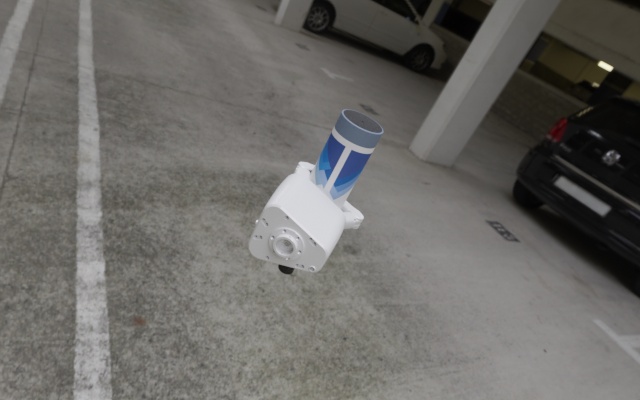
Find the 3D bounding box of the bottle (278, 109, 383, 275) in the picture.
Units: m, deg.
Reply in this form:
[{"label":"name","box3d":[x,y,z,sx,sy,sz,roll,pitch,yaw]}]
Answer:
[{"label":"bottle","box3d":[0.000,0.002,0.747,0.069,0.296,0.069,21,29,-12]}]
